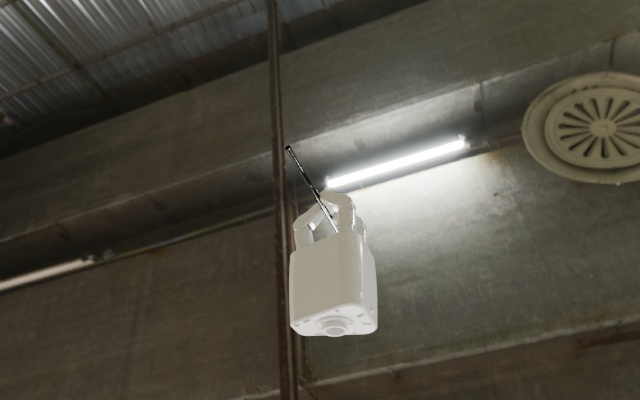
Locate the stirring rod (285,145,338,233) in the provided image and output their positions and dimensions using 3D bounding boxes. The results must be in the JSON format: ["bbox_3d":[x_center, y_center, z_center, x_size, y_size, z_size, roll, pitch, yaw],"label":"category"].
[{"bbox_3d":[0.000,0.002,0.697,0.011,0.011,0.240,0,-35,25],"label":"stirring rod"}]
